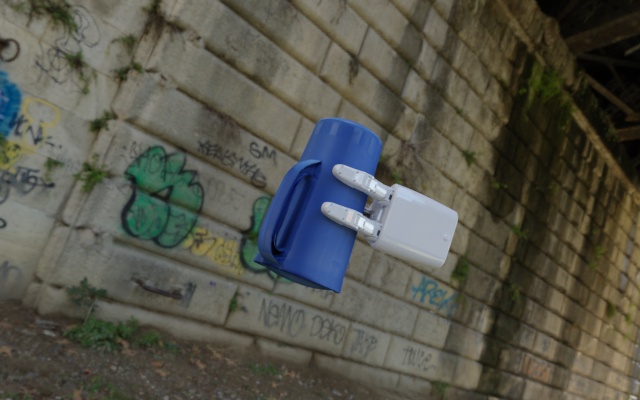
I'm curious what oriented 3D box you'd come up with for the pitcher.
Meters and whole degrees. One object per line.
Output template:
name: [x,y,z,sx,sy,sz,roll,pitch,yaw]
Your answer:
pitcher: [0.000,0.002,0.698,0.145,0.242,0.149,22,-11,-10]
